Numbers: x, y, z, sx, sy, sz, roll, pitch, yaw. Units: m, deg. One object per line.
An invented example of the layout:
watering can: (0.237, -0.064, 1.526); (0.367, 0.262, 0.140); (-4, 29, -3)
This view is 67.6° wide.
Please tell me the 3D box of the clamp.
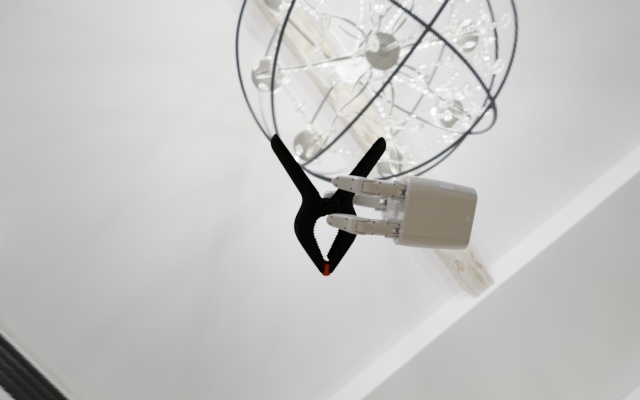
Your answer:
clamp: (0.000, 0.003, 0.685); (0.164, 0.210, 0.036); (7, 8, -9)
